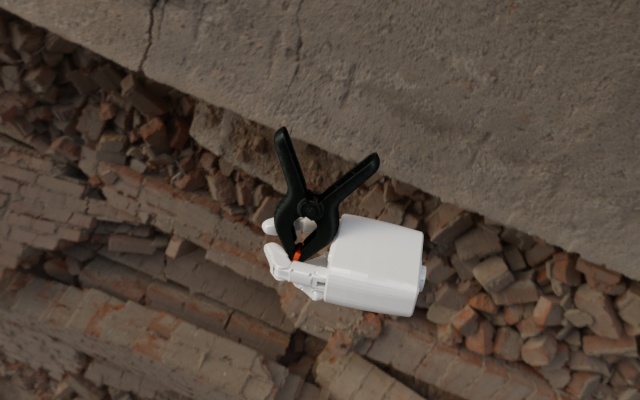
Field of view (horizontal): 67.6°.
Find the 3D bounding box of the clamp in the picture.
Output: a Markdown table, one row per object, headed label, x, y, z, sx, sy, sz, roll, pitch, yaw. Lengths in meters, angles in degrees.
| label | x | y | z | sx | sy | sz | roll | pitch | yaw |
| --- | --- | --- | --- | --- | --- | --- | --- | --- | --- |
| clamp | 0.000 | 0.002 | 0.561 | 0.120 | 0.172 | 0.039 | 11 | 30 | 7 |
